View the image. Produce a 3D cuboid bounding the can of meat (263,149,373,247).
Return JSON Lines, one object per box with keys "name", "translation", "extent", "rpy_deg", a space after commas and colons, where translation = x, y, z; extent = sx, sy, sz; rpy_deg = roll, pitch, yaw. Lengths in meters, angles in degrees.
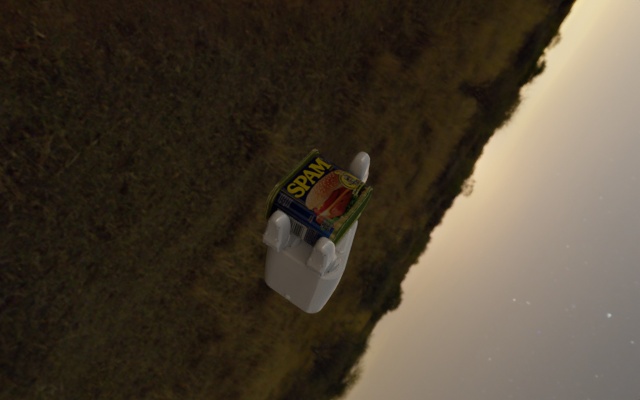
{"name": "can of meat", "translation": [0.000, 0.002, 0.537], "extent": [0.084, 0.057, 0.102], "rpy_deg": [33, 48, 11]}
